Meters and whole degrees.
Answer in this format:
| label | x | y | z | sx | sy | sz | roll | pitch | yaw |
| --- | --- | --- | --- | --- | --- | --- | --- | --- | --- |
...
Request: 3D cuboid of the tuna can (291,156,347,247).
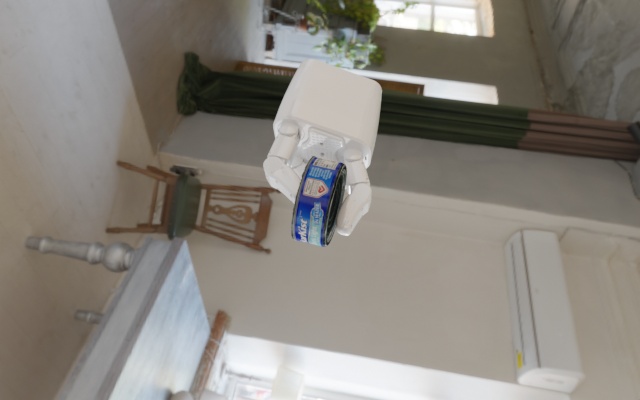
| label | x | y | z | sx | sy | sz | roll | pitch | yaw |
| --- | --- | --- | --- | --- | --- | --- | --- | --- | --- |
| tuna can | 0.001 | 0.002 | 0.469 | 0.034 | 0.086 | 0.086 | 13 | 2 | 9 |
